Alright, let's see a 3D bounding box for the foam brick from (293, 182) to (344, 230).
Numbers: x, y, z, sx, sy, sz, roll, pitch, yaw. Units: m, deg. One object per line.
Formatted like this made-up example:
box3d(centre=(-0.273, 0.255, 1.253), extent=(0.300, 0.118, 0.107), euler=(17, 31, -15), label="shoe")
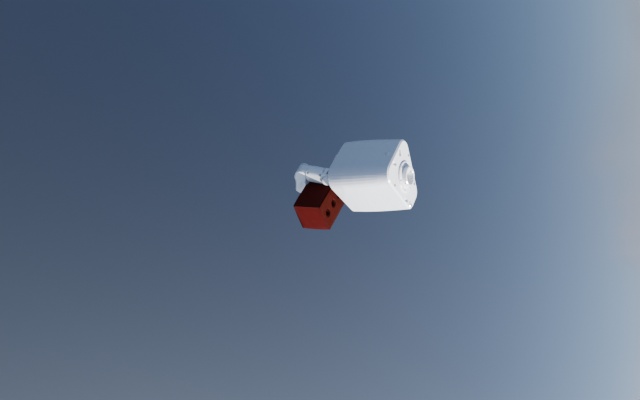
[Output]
box3d(centre=(0.000, 0.003, 0.786), extent=(0.051, 0.053, 0.078), euler=(5, 47, 30), label="foam brick")
